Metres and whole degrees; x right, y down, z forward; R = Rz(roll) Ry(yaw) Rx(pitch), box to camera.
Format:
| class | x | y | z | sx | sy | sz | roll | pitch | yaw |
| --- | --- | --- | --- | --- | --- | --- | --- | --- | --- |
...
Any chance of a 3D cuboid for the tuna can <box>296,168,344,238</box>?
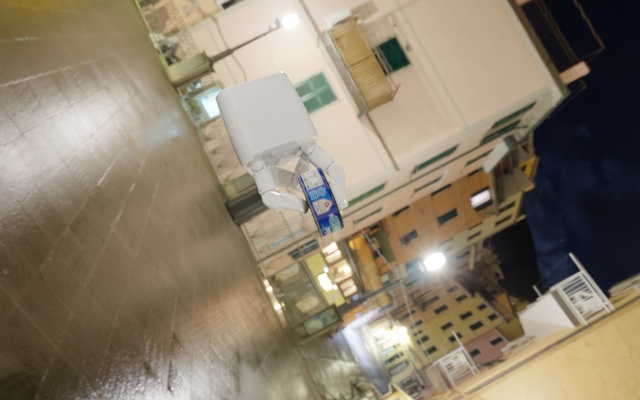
| class | x | y | z | sx | sy | sz | roll | pitch | yaw |
| --- | --- | --- | --- | --- | --- | --- | --- | --- | --- |
| tuna can | 0.001 | 0.002 | 0.612 | 0.034 | 0.086 | 0.086 | -22 | 1 | -2 |
